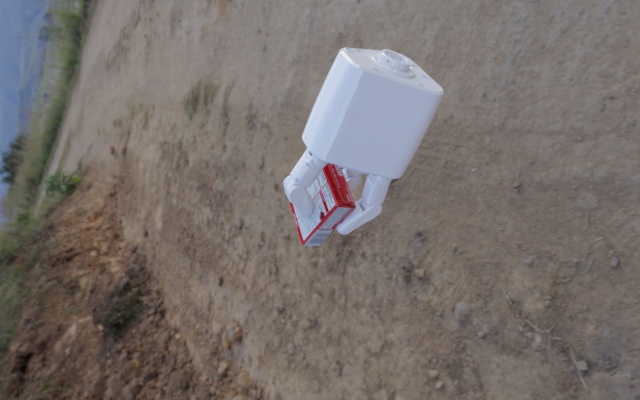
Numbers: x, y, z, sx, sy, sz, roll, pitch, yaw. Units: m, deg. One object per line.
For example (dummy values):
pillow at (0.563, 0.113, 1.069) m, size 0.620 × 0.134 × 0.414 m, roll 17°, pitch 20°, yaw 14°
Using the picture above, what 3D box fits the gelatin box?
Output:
gelatin box at (0.000, 0.002, 0.577) m, size 0.030 × 0.073 × 0.089 m, roll 5°, pitch -39°, yaw -34°
